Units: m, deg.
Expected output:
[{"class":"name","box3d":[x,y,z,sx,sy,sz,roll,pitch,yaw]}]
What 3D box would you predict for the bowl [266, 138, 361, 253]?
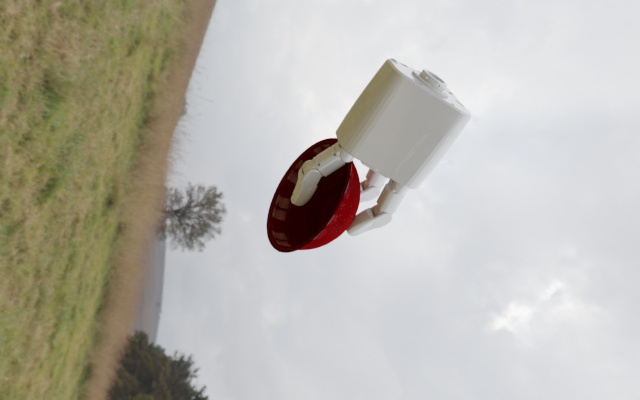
[{"class":"bowl","box3d":[0.000,0.003,0.617,0.055,0.162,0.162,31,-18,-32]}]
